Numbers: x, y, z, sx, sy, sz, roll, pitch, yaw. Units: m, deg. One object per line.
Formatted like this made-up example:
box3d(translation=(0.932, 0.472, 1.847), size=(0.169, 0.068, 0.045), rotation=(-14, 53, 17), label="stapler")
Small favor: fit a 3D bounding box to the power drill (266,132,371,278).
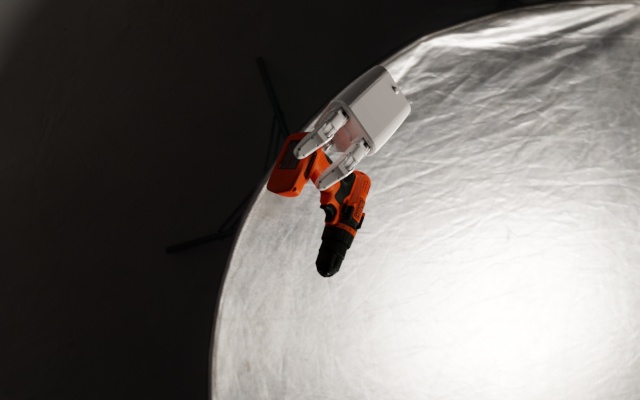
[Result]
box3d(translation=(0.000, 0.002, 0.716), size=(0.057, 0.184, 0.188), rotation=(2, -29, 36), label="power drill")
